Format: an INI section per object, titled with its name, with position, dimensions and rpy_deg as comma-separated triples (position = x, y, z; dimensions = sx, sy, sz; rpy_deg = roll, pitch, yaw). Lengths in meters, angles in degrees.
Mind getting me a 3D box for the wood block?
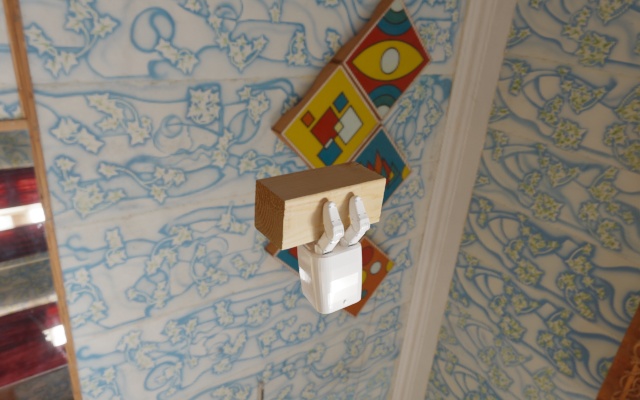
[wood block]
position = 0.000, 0.003, 0.811
dimensions = 0.206, 0.090, 0.090
rpy_deg = -14, 31, -35
